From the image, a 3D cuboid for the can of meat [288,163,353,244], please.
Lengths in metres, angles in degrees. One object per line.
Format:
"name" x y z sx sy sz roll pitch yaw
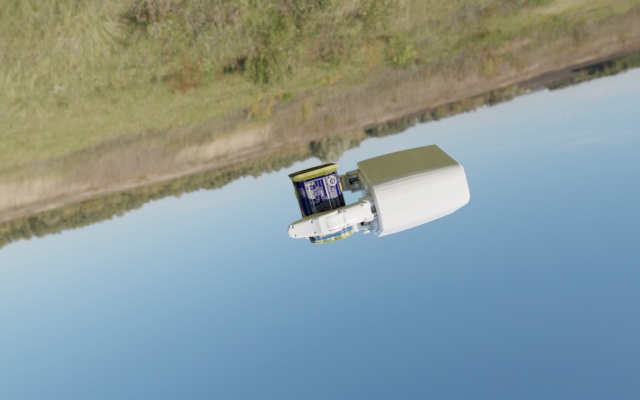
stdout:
"can of meat" 0.000 0.002 0.581 0.057 0.084 0.102 -16 7 -4
